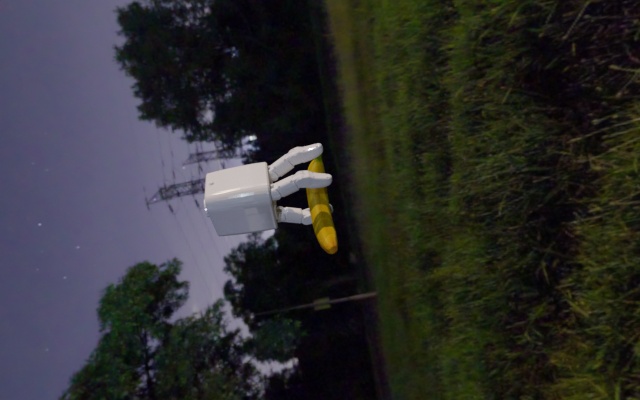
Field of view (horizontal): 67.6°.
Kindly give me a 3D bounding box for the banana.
[{"bbox_3d":[-0.001,0.008,0.807,0.037,0.197,0.070,-7,-27,-4],"label":"banana"}]
